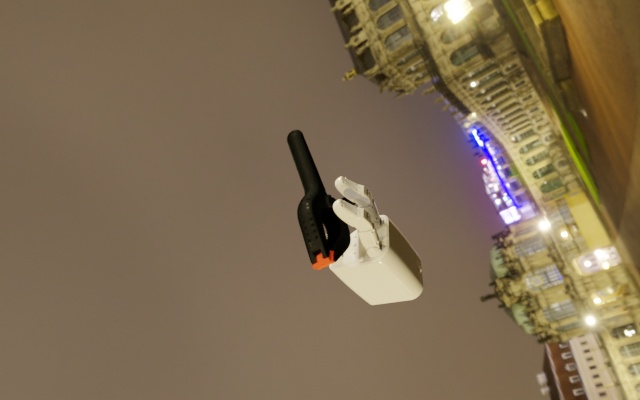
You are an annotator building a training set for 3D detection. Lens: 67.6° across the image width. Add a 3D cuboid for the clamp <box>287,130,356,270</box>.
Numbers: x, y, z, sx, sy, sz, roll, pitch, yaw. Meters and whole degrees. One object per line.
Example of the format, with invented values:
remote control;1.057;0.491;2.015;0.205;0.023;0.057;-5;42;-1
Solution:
clamp;0.000;0.003;0.667;0.036;0.165;0.209;-31;29;28
